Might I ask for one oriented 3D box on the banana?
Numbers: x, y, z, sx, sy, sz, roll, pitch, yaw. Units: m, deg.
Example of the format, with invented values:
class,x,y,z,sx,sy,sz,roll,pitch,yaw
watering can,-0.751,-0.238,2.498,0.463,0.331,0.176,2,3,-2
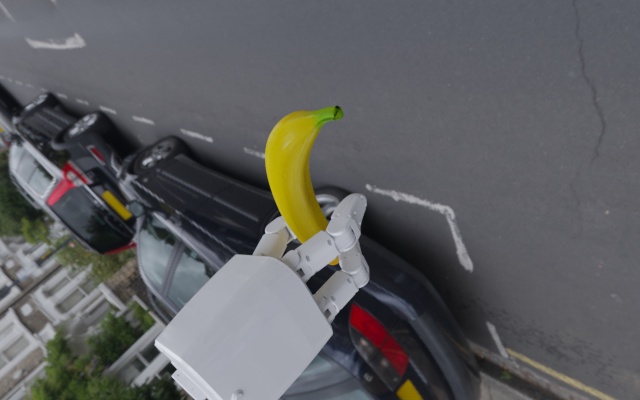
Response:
class,x,y,z,sx,sy,sz,roll,pitch,yaw
banana,-0.015,-0.009,0.432,0.069,0.198,0.037,28,56,25
